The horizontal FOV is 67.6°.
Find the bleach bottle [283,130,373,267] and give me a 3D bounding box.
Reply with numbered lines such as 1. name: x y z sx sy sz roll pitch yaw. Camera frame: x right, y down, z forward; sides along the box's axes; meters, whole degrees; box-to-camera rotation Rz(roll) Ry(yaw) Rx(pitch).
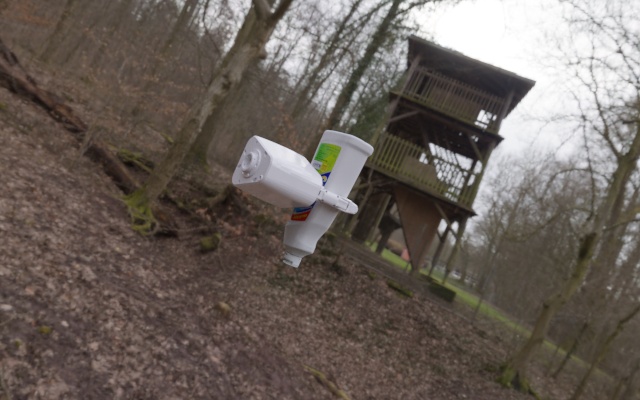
1. bleach bottle: 0.000 0.003 0.857 0.068 0.251 0.102 24 0 -37
